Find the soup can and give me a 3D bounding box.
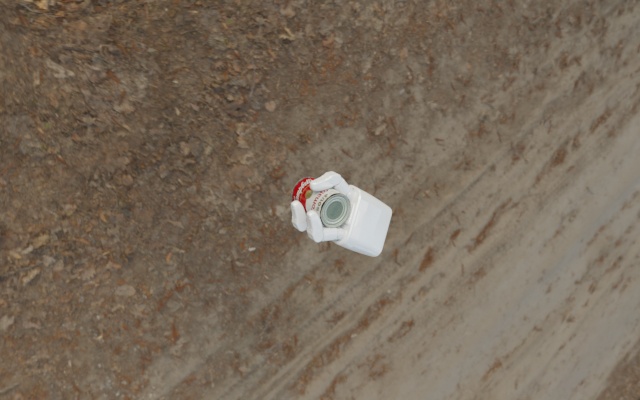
[{"bbox_3d":[0.000,0.003,0.886,0.068,0.068,0.102,0,19,-35],"label":"soup can"}]
